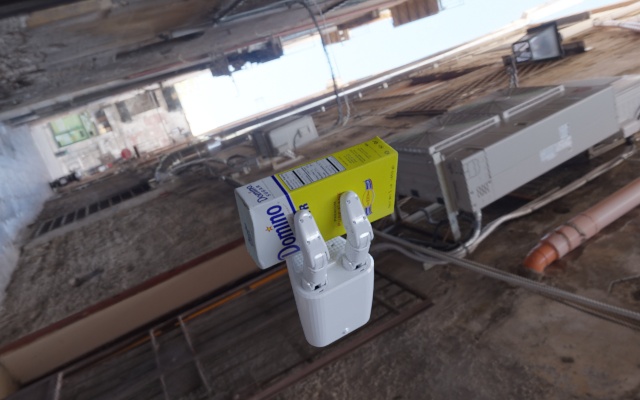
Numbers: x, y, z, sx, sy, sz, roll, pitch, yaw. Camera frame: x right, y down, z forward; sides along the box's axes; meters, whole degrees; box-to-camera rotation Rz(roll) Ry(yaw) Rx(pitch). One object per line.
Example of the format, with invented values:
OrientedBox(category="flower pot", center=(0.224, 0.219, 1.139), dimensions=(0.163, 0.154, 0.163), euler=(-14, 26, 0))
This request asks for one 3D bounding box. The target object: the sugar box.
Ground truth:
OrientedBox(category="sugar box", center=(0.000, 0.002, 0.524), dimensions=(0.176, 0.093, 0.048), euler=(-24, 45, -21))
